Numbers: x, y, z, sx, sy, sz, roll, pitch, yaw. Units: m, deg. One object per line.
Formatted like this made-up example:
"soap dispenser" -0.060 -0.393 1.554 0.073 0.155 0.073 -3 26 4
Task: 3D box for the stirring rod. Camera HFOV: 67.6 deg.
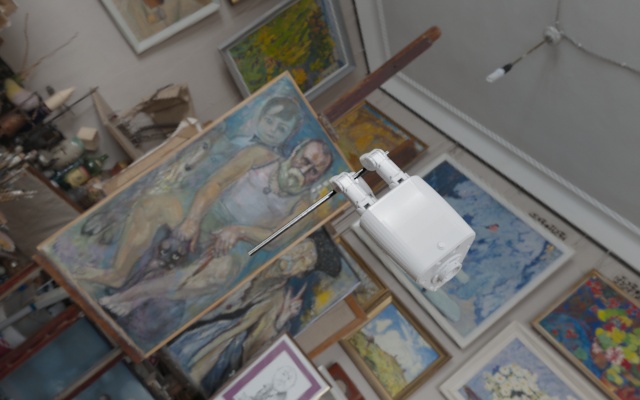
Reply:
"stirring rod" 0.000 0.002 0.661 0.239 0.011 0.011 -36 7 -9
